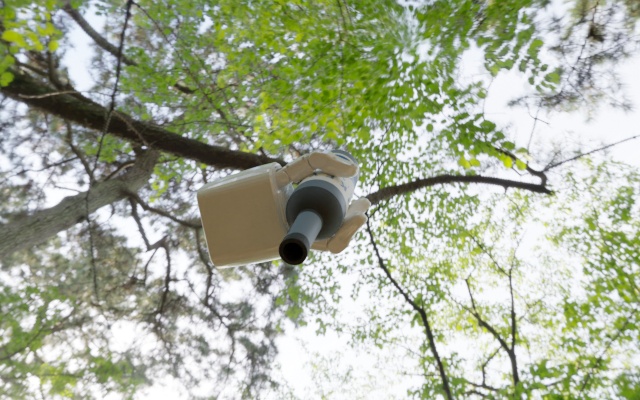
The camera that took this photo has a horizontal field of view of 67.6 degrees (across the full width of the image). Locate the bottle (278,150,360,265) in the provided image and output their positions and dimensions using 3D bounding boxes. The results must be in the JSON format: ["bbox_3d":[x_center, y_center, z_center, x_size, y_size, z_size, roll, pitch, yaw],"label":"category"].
[{"bbox_3d":[0.000,0.002,0.570,0.069,0.069,0.295,0,18,10],"label":"bottle"}]
